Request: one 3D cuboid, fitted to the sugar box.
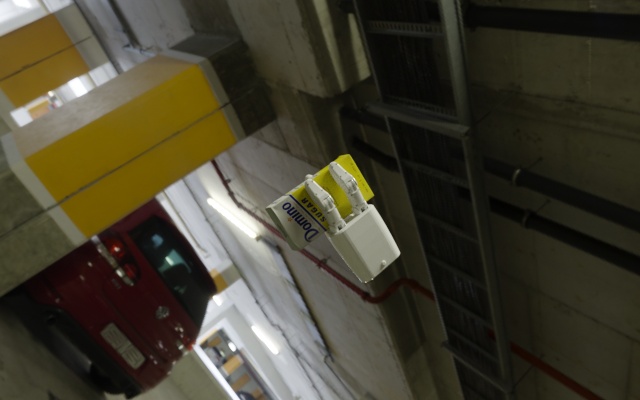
[{"bbox_3d":[0.000,0.003,0.849,0.176,0.093,0.048,-37,11,-20],"label":"sugar box"}]
